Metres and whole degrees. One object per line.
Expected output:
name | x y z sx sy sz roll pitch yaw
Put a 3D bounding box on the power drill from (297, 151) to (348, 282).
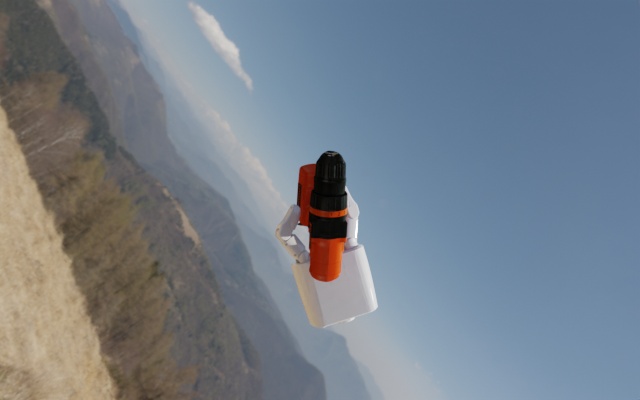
power drill | 0.000 0.002 0.712 0.057 0.184 0.187 2 18 -7
